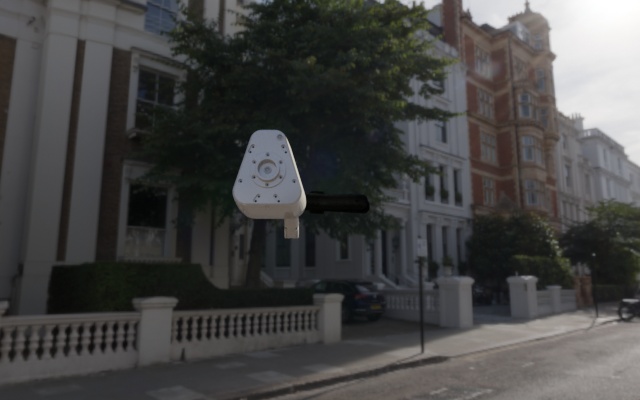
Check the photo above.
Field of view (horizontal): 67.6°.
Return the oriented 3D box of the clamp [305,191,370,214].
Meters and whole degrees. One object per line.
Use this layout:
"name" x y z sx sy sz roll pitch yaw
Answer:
"clamp" 0.000 0.002 0.767 0.171 0.039 0.120 1 -10 -1
